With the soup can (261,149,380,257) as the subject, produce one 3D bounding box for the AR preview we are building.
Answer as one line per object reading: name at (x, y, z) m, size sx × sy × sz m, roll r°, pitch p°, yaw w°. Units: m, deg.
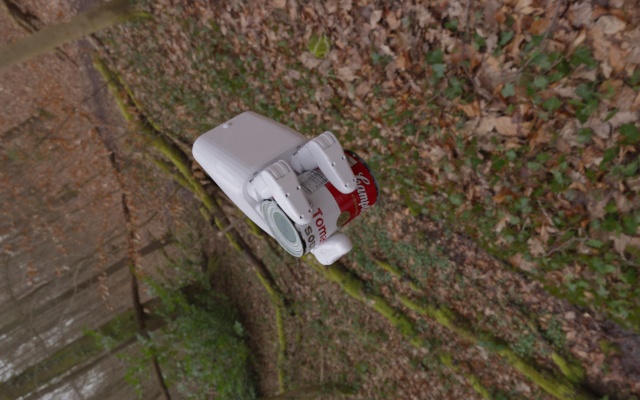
soup can at (0.000, 0.002, 0.480) m, size 0.102 × 0.068 × 0.068 m, roll -34°, pitch 16°, yaw -25°
